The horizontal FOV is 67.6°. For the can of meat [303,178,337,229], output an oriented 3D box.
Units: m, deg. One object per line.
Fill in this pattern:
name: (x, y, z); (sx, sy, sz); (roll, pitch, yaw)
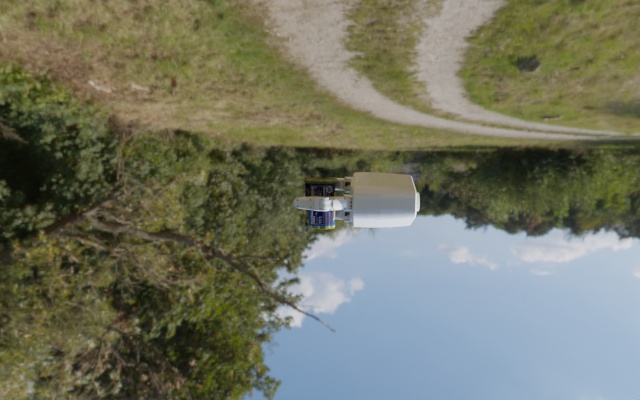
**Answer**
can of meat: (0.000, 0.003, 0.840); (0.057, 0.084, 0.102); (0, 5, 2)
